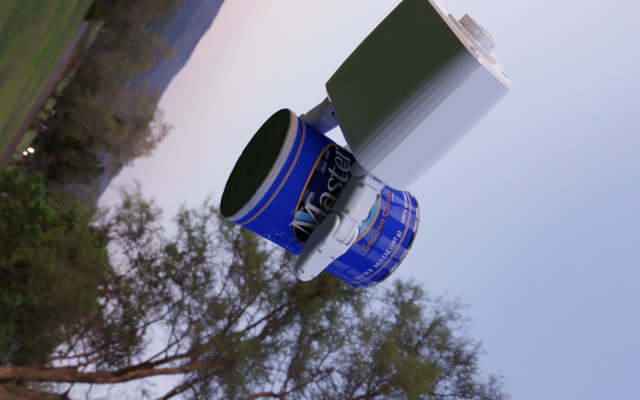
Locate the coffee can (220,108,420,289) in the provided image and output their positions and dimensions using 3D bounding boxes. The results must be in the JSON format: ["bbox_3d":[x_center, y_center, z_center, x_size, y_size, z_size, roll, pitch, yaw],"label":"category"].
[{"bbox_3d":[0.000,0.001,0.414,0.140,0.102,0.103,31,-14,-24],"label":"coffee can"}]
